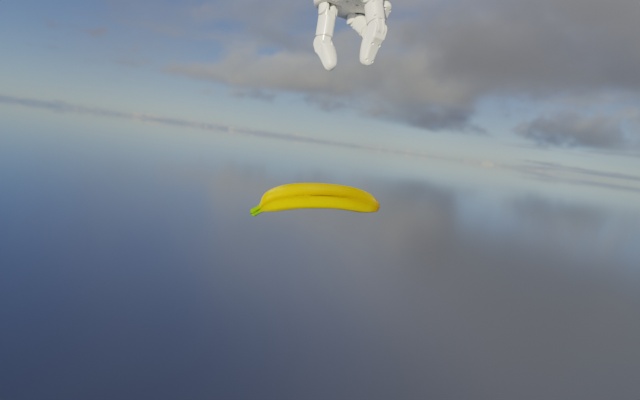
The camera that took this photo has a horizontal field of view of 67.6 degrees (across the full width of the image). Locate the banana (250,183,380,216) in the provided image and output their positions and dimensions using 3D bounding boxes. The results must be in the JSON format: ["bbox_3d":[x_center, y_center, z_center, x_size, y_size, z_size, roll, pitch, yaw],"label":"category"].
[{"bbox_3d":[0.002,-0.002,0.687,0.198,0.037,0.070,0,-14,-15],"label":"banana"}]
